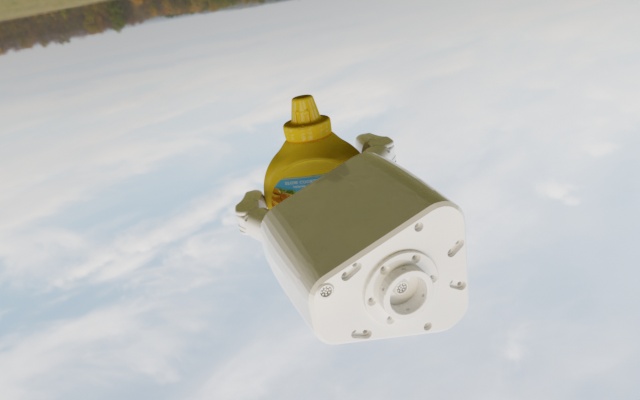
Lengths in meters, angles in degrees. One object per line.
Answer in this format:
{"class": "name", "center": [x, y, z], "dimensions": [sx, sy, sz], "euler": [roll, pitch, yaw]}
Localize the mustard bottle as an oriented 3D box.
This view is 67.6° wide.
{"class": "mustard bottle", "center": [0.000, 0.002, 0.430], "dimensions": [0.096, 0.192, 0.058], "euler": [-7, 24, 7]}
